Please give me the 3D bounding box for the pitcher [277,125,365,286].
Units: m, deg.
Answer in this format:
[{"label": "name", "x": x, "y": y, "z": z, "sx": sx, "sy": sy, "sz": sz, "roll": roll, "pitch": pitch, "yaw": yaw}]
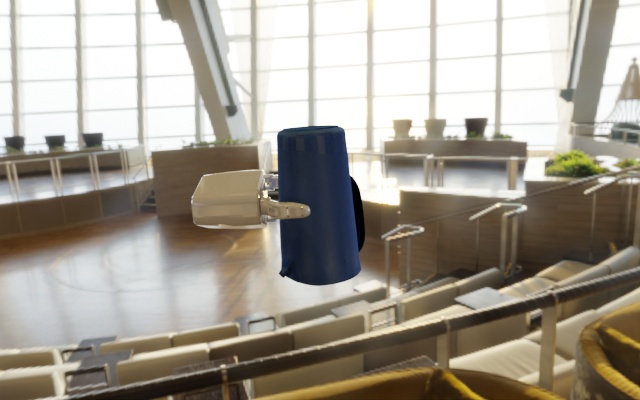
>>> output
[{"label": "pitcher", "x": 0.000, "y": 0.003, "z": 0.773, "sx": 0.145, "sy": 0.243, "sz": 0.149, "roll": -3, "pitch": 12, "yaw": 3}]
